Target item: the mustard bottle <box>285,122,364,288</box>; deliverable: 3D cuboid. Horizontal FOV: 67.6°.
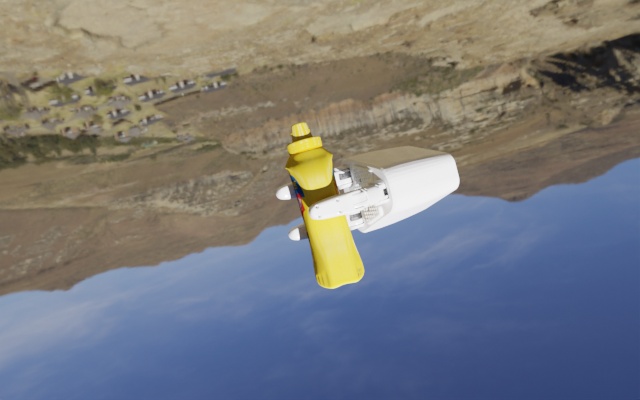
[{"bbox_3d":[0.000,0.002,0.566,0.058,0.191,0.096,-15,3,-2],"label":"mustard bottle"}]
